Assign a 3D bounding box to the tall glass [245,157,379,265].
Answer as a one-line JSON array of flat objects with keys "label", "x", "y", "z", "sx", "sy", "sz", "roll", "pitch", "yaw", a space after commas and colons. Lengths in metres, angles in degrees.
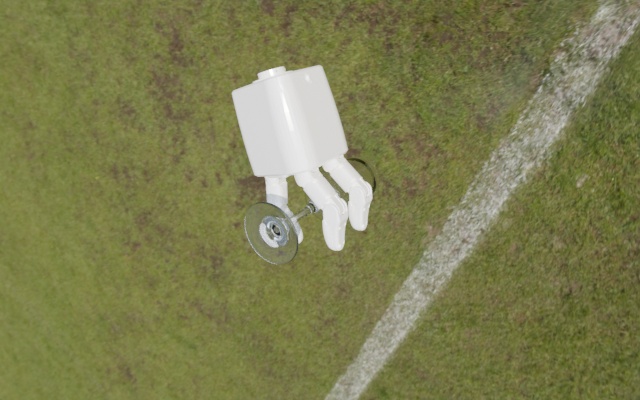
[{"label": "tall glass", "x": 0.000, "y": 0.002, "z": 0.593, "sx": 0.079, "sy": 0.079, "sz": 0.201, "roll": 0, "pitch": 20, "yaw": 36}]
